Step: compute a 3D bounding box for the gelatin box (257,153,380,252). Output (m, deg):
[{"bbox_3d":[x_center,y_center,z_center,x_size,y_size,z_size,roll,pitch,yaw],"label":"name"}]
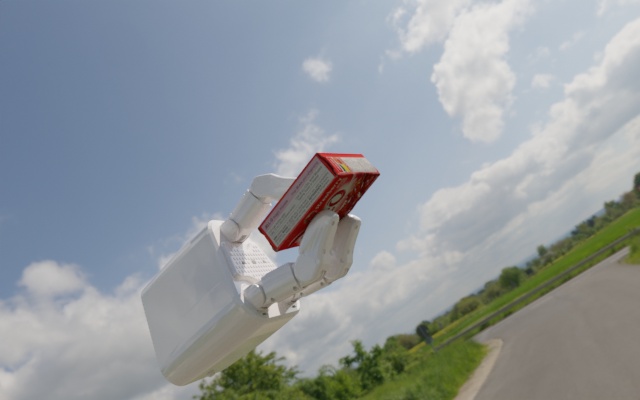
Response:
[{"bbox_3d":[0.000,0.001,0.402,0.030,0.089,0.073,49,26,21],"label":"gelatin box"}]
